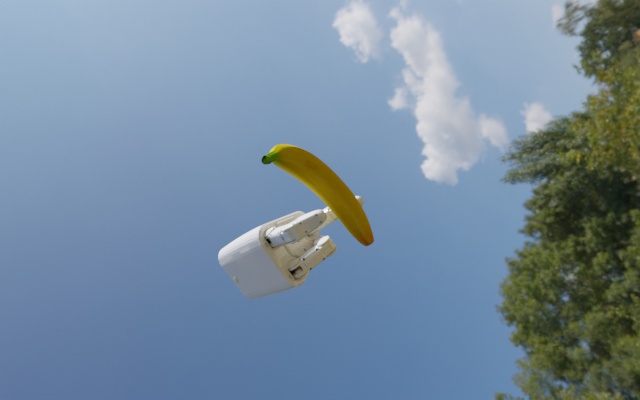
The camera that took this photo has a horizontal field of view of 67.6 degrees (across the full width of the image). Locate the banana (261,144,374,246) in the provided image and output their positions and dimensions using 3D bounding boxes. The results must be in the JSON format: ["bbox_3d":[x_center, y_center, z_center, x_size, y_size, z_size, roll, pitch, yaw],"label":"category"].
[{"bbox_3d":[0.001,-0.014,0.607,0.037,0.069,0.198,-26,-51,39],"label":"banana"}]
